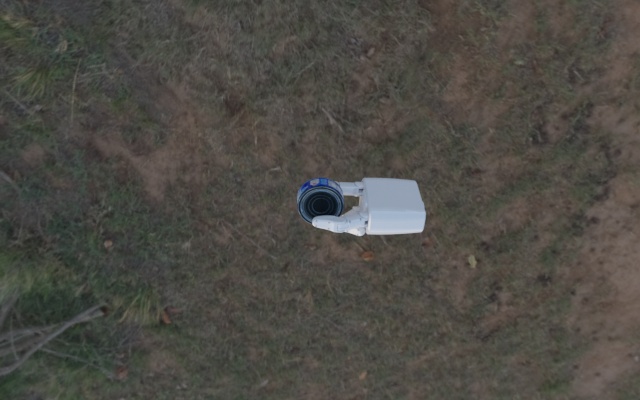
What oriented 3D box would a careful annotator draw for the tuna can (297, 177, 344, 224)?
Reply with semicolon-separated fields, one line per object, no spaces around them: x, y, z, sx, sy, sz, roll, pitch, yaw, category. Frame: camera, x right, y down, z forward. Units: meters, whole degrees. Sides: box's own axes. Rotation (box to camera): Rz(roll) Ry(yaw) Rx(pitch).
0.000;0.003;0.865;0.086;0.086;0.033;0;31;-2;tuna can
